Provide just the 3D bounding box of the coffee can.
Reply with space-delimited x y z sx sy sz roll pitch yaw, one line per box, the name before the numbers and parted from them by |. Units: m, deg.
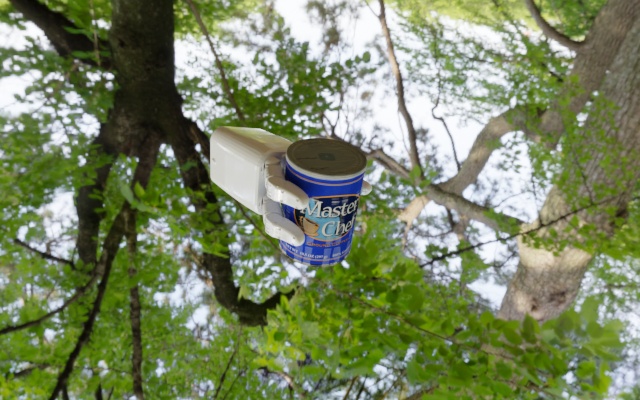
coffee can | 0.000 0.002 0.634 0.103 0.140 0.102 6 32 -4
